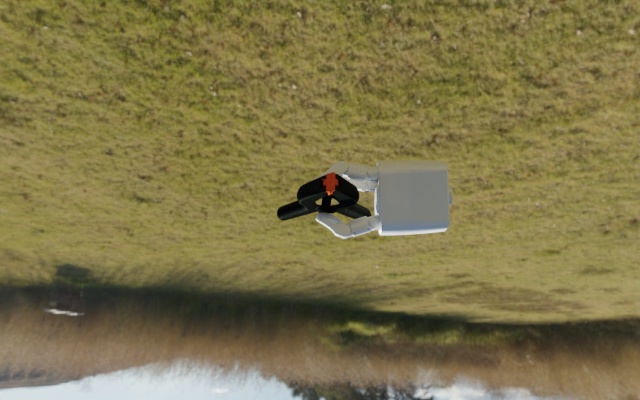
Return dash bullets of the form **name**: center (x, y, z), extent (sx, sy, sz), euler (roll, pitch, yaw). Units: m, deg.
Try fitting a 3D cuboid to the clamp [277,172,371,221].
- **clamp**: center (0.000, 0.003, 0.757), extent (0.164, 0.036, 0.210), euler (-1, -15, 4)
